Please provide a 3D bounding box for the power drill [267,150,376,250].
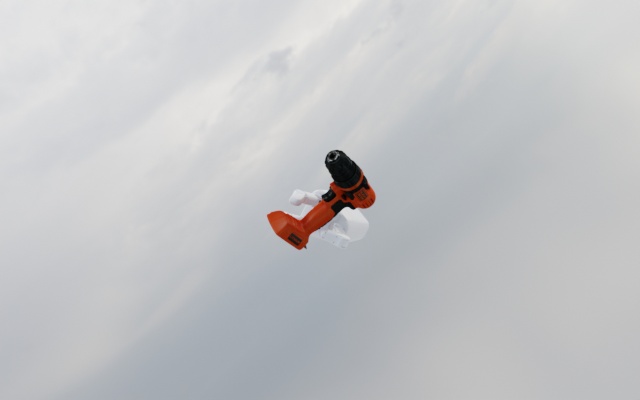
[{"bbox_3d":[0.000,0.003,0.858,0.187,0.057,0.184,-34,-35,7],"label":"power drill"}]
